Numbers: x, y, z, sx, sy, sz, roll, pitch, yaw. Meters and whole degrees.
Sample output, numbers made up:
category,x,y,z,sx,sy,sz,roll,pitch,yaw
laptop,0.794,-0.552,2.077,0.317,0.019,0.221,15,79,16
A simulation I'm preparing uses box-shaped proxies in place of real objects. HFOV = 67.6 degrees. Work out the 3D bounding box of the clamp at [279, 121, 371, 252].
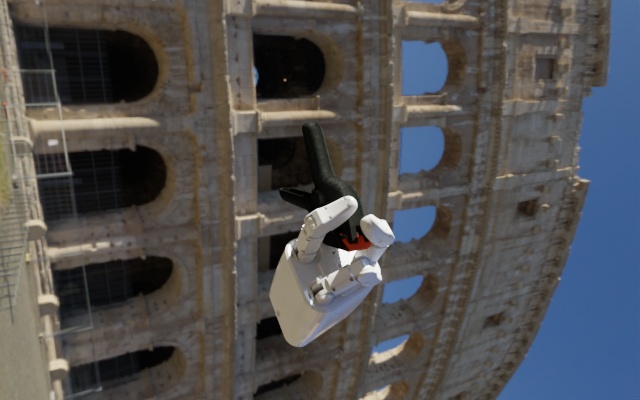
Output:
category,x,y,z,sx,sy,sz,roll,pitch,yaw
clamp,0.001,0.002,0.578,0.039,0.171,0.120,-7,-36,-28
